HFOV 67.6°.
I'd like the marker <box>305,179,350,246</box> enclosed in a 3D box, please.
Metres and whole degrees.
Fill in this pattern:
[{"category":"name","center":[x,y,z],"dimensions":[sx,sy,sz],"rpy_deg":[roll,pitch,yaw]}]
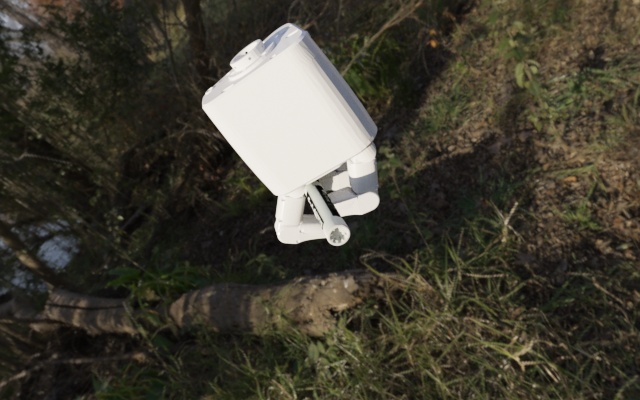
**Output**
[{"category":"marker","center":[0.000,0.001,0.419],"dimensions":[0.020,0.020,0.121],"rpy_deg":[0,25,-15]}]
